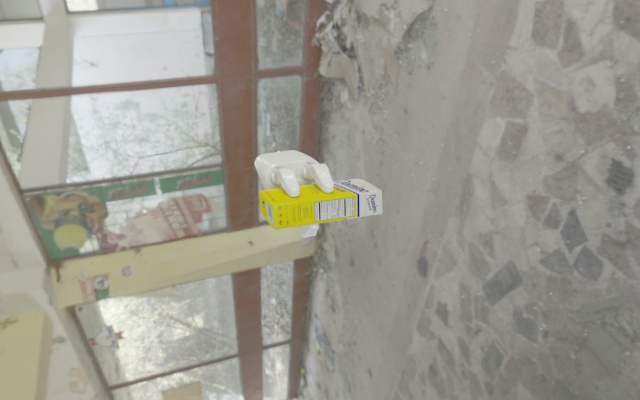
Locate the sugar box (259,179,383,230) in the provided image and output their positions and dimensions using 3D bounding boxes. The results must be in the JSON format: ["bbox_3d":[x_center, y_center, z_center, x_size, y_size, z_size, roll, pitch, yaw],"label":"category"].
[{"bbox_3d":[0.000,0.002,0.752,0.176,0.048,0.093,-10,19,-17],"label":"sugar box"}]
